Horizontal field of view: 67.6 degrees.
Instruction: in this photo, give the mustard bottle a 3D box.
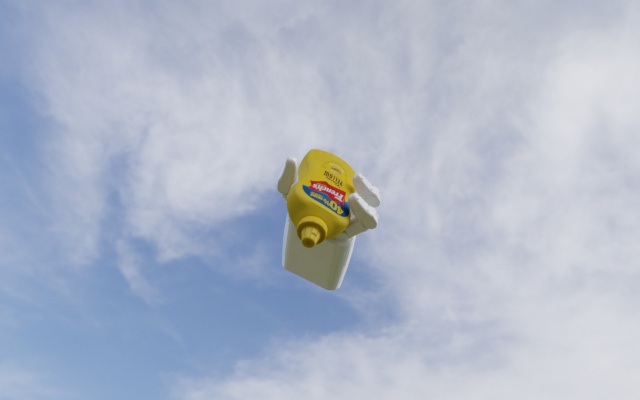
[{"bbox_3d":[0.000,0.002,0.696,0.096,0.058,0.191,33,35,-11],"label":"mustard bottle"}]
